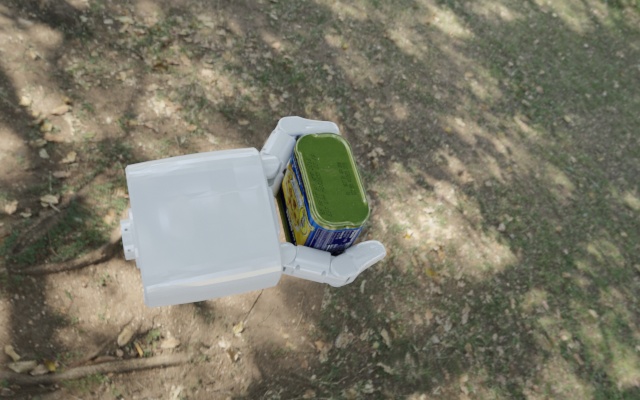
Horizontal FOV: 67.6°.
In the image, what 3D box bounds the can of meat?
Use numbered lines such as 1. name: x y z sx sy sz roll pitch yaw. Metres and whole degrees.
1. can of meat: 0.000 0.001 0.433 0.057 0.102 0.084 -5 -30 -19
